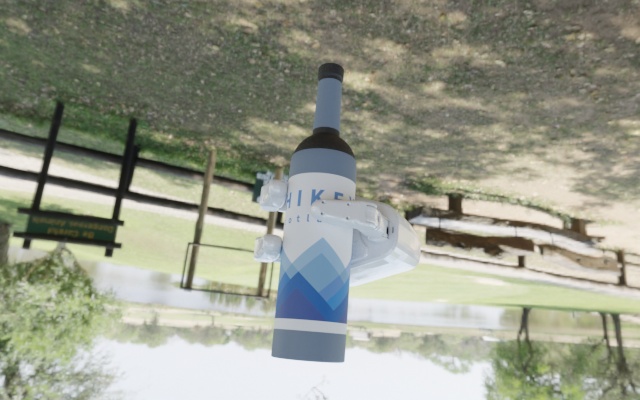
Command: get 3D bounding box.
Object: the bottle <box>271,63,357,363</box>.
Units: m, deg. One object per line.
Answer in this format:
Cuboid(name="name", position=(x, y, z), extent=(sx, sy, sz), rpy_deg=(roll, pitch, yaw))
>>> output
Cuboid(name="bottle", position=(0.000, 0.002, 0.468), extent=(0.069, 0.295, 0.069), rpy_deg=(4, -16, 1))
